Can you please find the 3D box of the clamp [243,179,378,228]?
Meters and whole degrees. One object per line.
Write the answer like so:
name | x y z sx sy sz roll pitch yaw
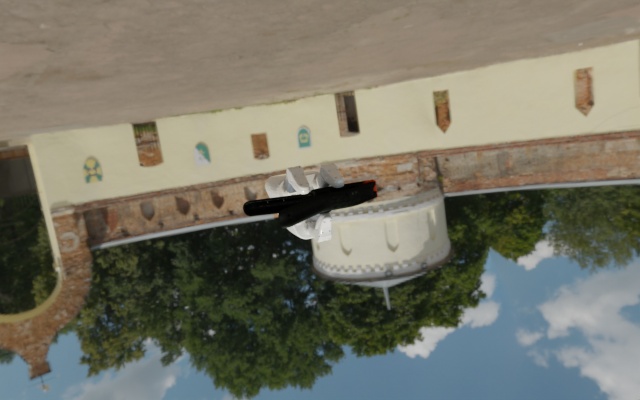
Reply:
clamp | 0.001 0.003 0.722 0.210 0.036 0.164 -12 11 -18
